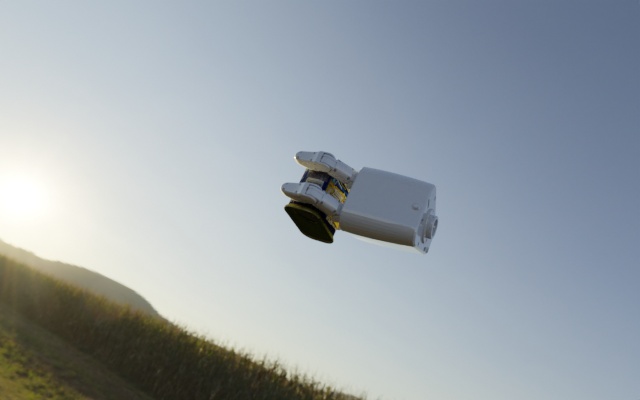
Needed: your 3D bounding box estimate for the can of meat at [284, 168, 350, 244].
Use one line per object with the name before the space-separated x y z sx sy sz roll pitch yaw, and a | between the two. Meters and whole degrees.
can of meat | 0.000 0.002 0.706 0.057 0.084 0.102 13 -25 28
